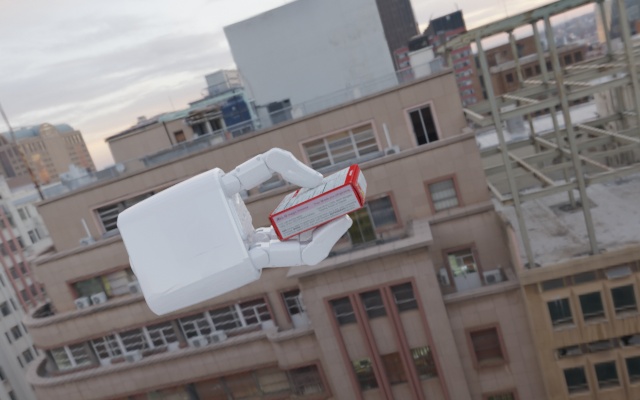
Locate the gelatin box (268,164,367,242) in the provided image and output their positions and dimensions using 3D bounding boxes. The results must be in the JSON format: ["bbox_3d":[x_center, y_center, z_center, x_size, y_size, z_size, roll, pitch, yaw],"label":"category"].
[{"bbox_3d":[0.000,0.001,0.468,0.089,0.030,0.073,-24,12,14],"label":"gelatin box"}]
